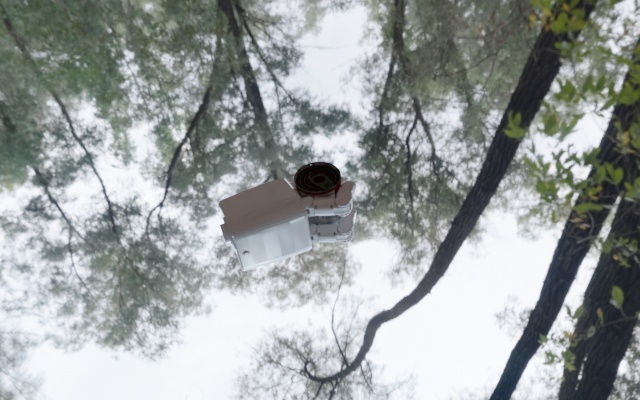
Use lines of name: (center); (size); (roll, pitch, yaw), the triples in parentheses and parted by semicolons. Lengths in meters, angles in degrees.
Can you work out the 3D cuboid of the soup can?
soup can: (0.001, 0.002, 0.717); (0.068, 0.102, 0.068); (-4, 43, 3)
